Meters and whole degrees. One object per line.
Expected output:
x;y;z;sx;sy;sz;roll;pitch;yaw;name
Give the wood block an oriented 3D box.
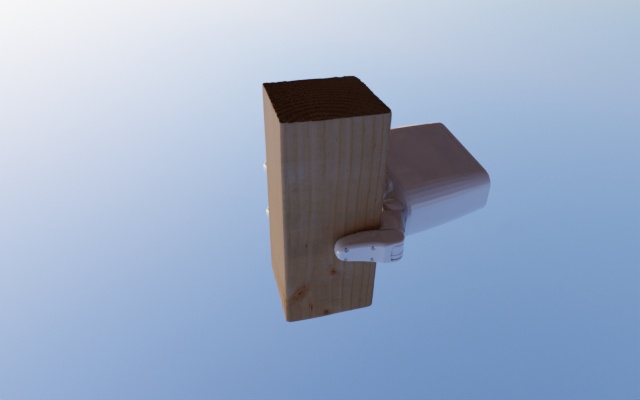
0.001;0.002;0.443;0.090;0.206;0.090;-8;34;-13;wood block
